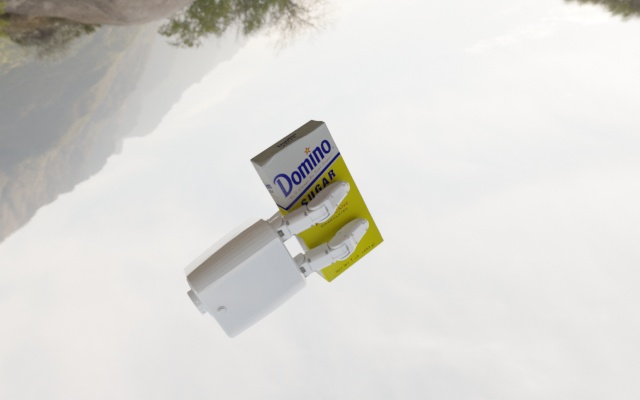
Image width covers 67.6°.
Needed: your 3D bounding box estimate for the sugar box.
[{"bbox_3d":[0.000,0.002,0.575,0.093,0.176,0.048,-36,27,-15],"label":"sugar box"}]
